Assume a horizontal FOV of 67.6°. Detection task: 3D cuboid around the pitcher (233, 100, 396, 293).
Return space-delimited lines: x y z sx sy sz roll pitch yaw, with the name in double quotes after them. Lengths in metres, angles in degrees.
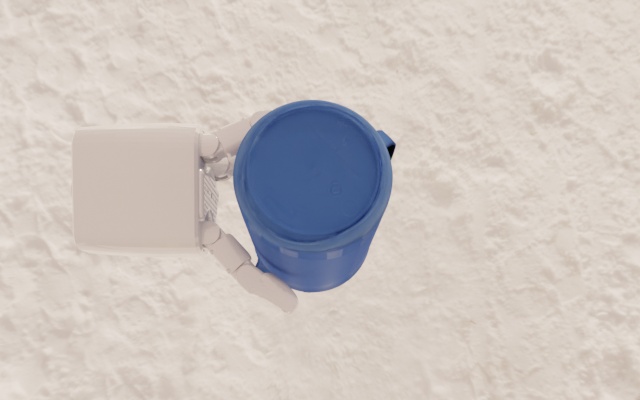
0.000 0.001 0.429 0.145 0.149 0.243 3 -14 -1 "pitcher"
